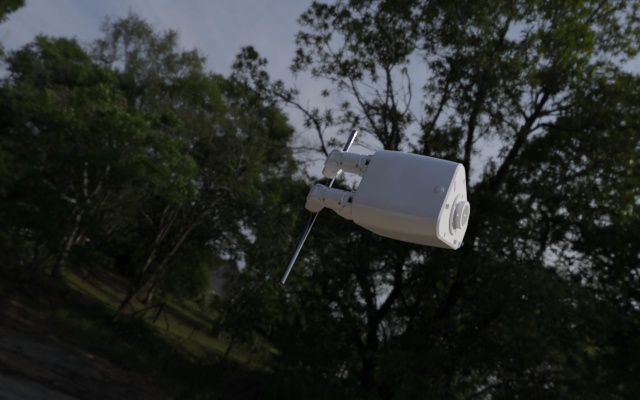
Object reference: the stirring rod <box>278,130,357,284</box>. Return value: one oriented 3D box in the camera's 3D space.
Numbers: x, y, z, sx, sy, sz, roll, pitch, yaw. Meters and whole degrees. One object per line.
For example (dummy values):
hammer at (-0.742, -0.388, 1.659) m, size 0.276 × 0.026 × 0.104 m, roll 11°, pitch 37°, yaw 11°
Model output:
stirring rod at (0.000, 0.002, 0.638) m, size 0.011 × 0.239 × 0.011 m, roll 22°, pitch -22°, yaw 9°
